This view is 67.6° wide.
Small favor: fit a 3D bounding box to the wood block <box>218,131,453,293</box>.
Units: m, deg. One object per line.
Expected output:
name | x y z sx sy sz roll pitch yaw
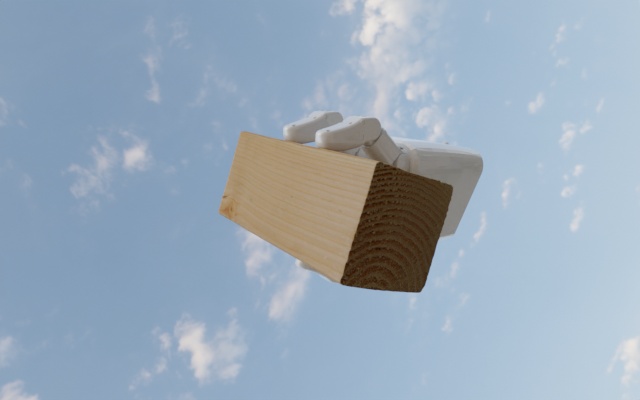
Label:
wood block | 0.000 0.002 0.428 0.090 0.091 0.206 13 4 -37
